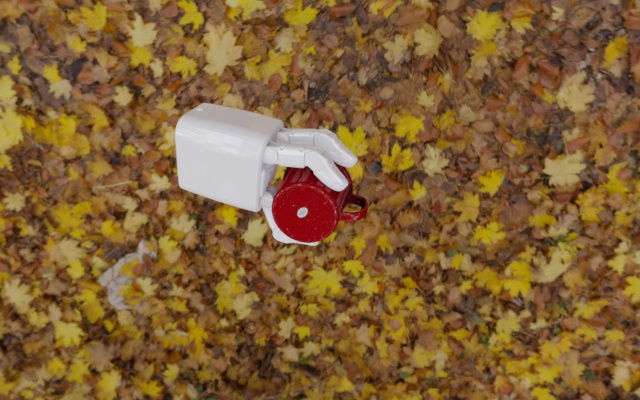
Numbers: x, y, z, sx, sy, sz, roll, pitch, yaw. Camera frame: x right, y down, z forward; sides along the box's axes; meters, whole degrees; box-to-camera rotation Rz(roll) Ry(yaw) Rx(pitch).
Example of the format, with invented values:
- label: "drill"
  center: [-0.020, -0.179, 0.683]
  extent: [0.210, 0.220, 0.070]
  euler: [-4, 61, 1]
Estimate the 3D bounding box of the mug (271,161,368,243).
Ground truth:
- label: "mug"
  center: [0.001, 0.002, 0.585]
  extent: [0.117, 0.093, 0.081]
  euler: [14, 29, 5]
